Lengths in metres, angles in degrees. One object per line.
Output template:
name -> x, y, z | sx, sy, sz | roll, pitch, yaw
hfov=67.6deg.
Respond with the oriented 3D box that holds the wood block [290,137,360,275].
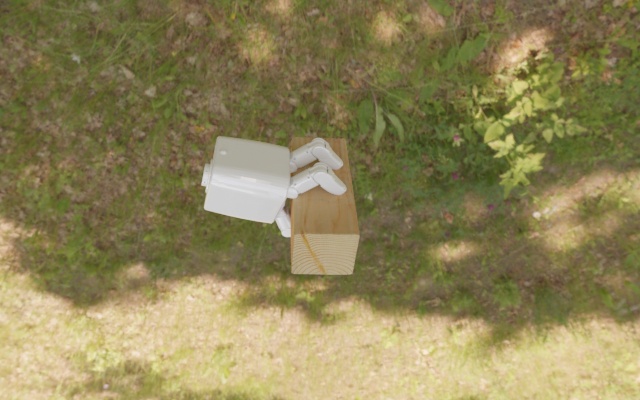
wood block -> 0.000, 0.003, 0.725 | 0.090, 0.206, 0.091 | 1, -45, -5
